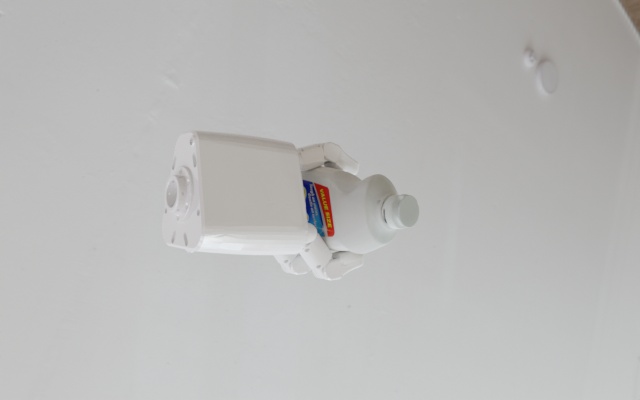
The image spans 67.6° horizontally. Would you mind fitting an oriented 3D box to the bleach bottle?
[{"bbox_3d":[0.000,0.002,0.517,0.068,0.102,0.251,5,-4,-39],"label":"bleach bottle"}]
